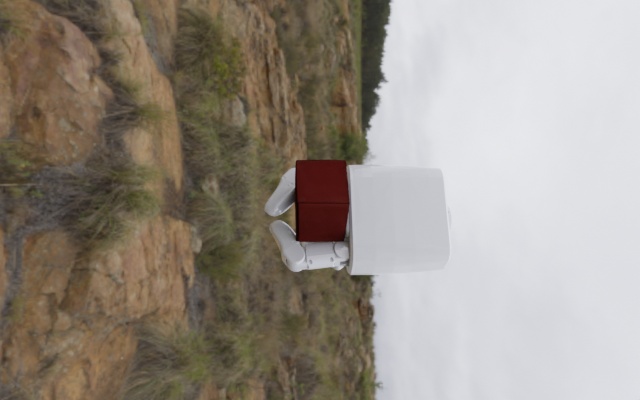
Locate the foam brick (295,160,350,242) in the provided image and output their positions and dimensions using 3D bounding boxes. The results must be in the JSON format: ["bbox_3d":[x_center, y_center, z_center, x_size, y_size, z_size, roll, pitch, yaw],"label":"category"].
[{"bbox_3d":[0.000,0.002,0.483,0.051,0.053,0.078,0,-33,-2],"label":"foam brick"}]
